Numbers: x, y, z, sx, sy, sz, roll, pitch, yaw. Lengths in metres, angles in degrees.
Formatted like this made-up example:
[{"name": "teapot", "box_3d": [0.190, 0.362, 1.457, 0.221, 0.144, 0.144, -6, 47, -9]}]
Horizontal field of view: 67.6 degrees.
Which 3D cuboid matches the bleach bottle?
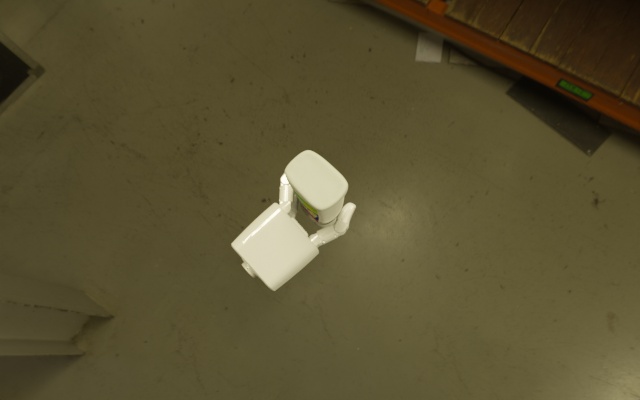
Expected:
[{"name": "bleach bottle", "box_3d": [0.000, 0.003, 0.842, 0.068, 0.102, 0.251, -43, -16, -9]}]
